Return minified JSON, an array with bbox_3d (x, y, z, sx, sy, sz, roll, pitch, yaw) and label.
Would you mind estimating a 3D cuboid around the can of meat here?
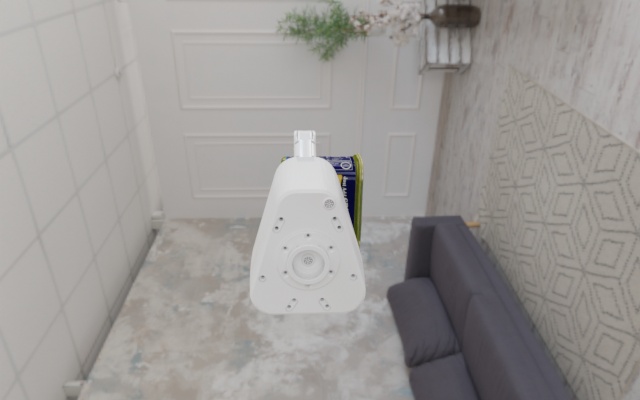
[{"bbox_3d":[0.000,0.002,0.515,0.084,0.102,0.057,-1,20,-3],"label":"can of meat"}]
